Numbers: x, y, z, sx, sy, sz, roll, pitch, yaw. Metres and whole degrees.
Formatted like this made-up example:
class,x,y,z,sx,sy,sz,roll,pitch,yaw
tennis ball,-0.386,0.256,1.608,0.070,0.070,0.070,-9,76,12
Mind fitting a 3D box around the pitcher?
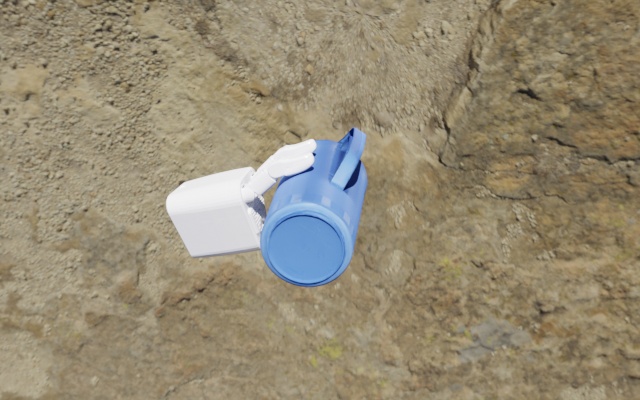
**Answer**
class,x,y,z,sx,sy,sz,roll,pitch,yaw
pitcher,0.000,0.002,0.641,0.145,0.149,0.242,-10,20,9
